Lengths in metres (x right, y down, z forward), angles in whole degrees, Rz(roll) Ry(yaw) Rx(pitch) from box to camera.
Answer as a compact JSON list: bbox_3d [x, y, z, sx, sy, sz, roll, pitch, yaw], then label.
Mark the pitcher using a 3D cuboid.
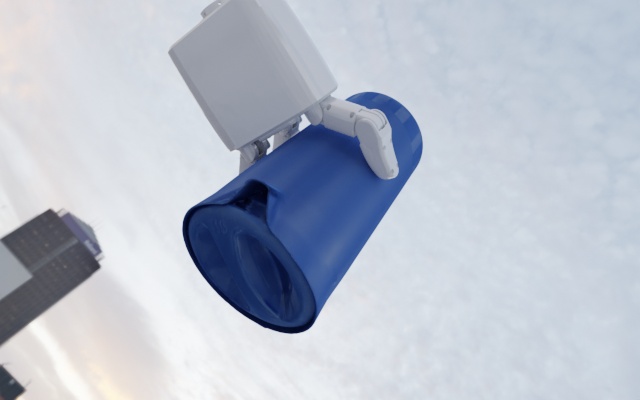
[{"bbox_3d":[0.000,0.001,0.455,0.149,0.145,0.242,-19,20,47],"label":"pitcher"}]
